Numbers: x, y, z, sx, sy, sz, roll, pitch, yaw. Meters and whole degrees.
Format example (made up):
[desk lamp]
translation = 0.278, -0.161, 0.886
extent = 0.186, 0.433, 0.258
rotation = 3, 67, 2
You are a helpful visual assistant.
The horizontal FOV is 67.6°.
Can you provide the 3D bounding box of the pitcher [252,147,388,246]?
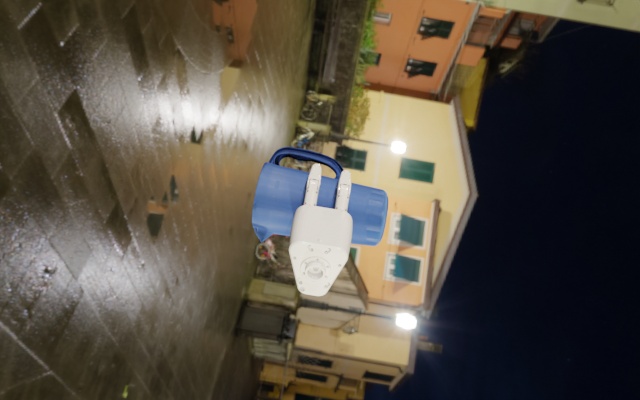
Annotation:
[pitcher]
translation = 0.000, 0.003, 0.896
extent = 0.243, 0.149, 0.145
rotation = 10, 31, 0
